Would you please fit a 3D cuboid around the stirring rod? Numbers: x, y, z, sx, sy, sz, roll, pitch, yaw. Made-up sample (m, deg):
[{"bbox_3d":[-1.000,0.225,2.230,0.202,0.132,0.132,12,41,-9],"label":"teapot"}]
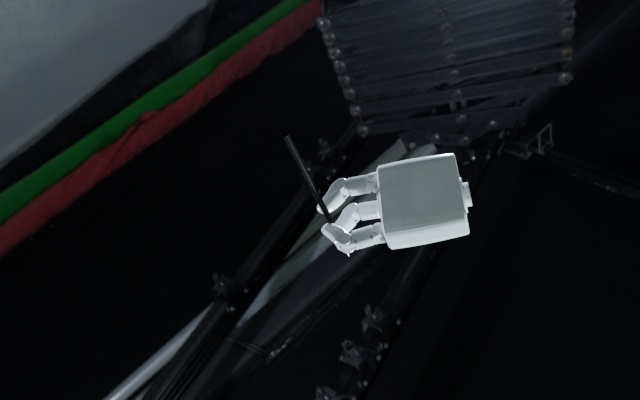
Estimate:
[{"bbox_3d":[0.000,0.002,0.647,0.011,0.011,0.240,0,-42,27],"label":"stirring rod"}]
